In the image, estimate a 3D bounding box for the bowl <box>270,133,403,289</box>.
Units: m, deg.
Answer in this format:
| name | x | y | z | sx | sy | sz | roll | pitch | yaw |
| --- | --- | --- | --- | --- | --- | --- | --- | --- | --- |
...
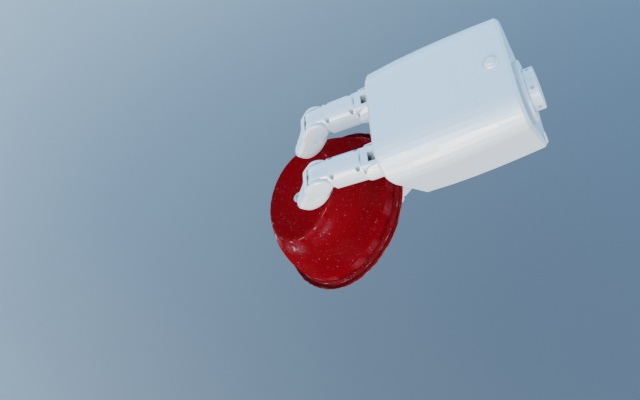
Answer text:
| name | x | y | z | sx | sy | sz | roll | pitch | yaw |
| --- | --- | --- | --- | --- | --- | --- | --- | --- | --- |
| bowl | -0.001 | 0.002 | 0.465 | 0.055 | 0.162 | 0.162 | 20 | -13 | -38 |
